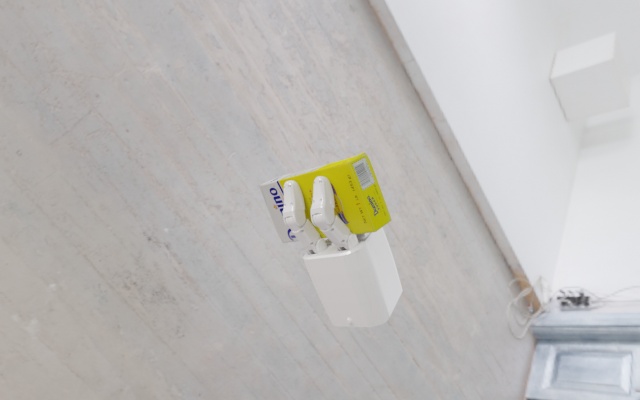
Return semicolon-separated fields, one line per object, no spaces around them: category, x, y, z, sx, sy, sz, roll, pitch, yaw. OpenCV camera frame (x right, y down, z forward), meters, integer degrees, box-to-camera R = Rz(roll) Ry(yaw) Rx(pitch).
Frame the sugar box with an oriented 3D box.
sugar box;0.000;0.002;0.632;0.176;0.093;0.048;-13;12;43
